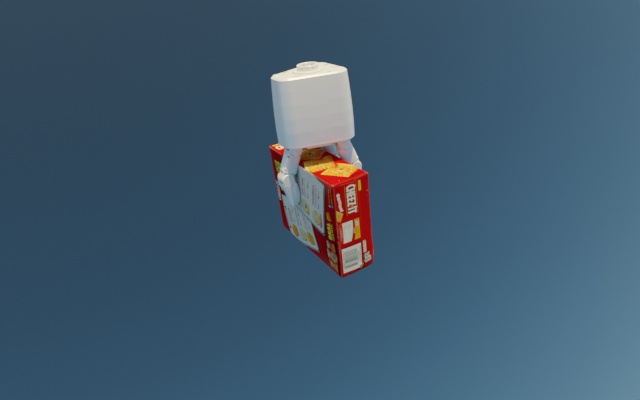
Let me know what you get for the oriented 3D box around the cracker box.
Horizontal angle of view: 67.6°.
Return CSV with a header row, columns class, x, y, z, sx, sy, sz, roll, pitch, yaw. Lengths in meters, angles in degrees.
class,x,y,z,sx,sy,sz,roll,pitch,yaw
cracker box,0.000,0.003,0.795,0.072,0.164,0.213,-20,30,-23
